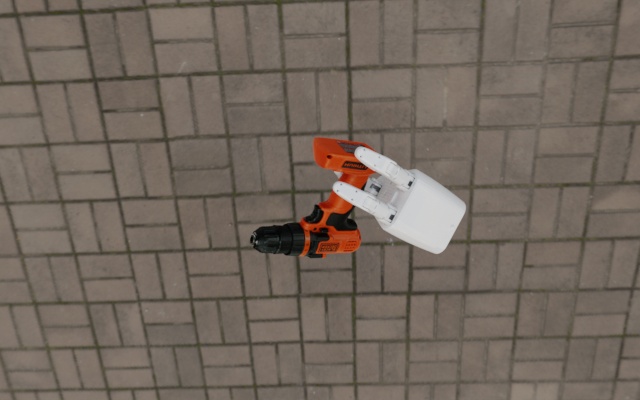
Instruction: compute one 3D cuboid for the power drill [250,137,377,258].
[{"bbox_3d":[0.001,0.002,0.702,0.184,0.188,0.057,1,34,-33],"label":"power drill"}]
